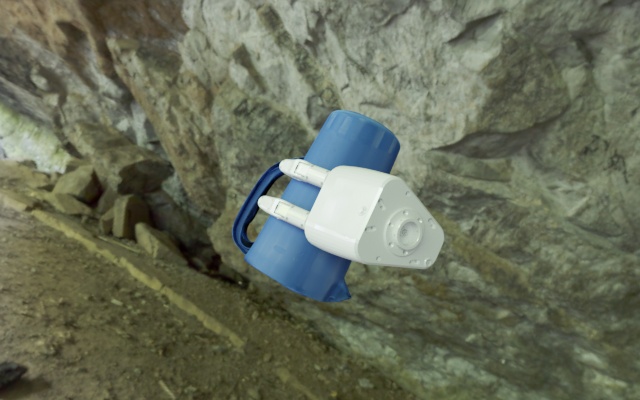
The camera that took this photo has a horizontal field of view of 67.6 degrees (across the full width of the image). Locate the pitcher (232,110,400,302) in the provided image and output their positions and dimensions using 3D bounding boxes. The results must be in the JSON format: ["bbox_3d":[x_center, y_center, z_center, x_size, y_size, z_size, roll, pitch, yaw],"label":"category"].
[{"bbox_3d":[0.000,0.002,0.645,0.149,0.243,0.145,30,-6,-29],"label":"pitcher"}]
